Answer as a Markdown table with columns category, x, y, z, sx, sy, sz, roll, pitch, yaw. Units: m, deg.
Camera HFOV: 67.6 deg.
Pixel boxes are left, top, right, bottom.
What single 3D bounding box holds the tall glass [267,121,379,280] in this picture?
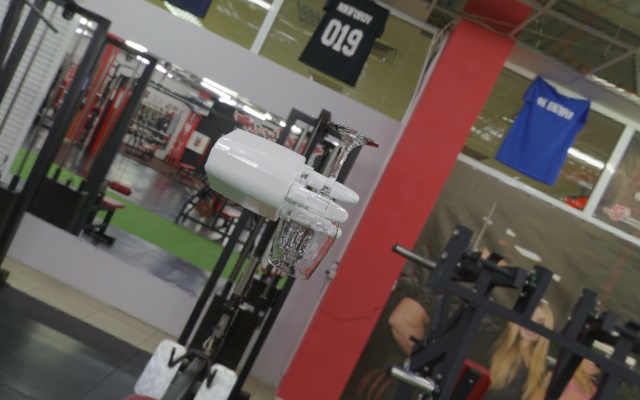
| category | x | y | z | sx | sy | sz | roll | pitch | yaw |
| --- | --- | --- | --- | --- | --- | --- | --- | --- | --- |
| tall glass | 0.001 | 0.002 | 0.631 | 0.079 | 0.201 | 0.079 | 26 | 1 | 0 |
